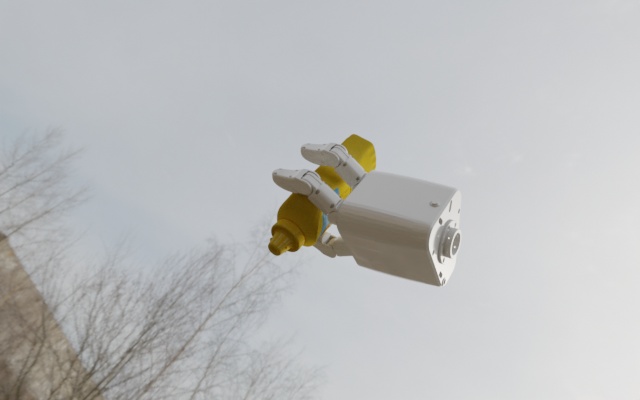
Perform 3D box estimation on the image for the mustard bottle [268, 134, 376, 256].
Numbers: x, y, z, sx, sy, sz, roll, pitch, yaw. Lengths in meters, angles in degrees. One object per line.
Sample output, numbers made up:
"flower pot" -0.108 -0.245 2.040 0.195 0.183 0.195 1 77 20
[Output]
"mustard bottle" 0.000 0.002 0.595 0.058 0.096 0.191 31 50 15
